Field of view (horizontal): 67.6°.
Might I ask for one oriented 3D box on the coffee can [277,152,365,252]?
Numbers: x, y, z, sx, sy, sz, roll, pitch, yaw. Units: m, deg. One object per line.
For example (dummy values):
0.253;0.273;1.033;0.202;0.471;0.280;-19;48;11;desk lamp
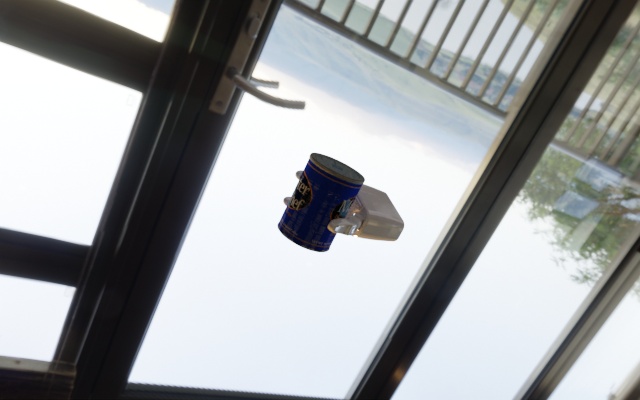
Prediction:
0.000;0.003;0.819;0.103;0.140;0.102;24;16;-8;coffee can
